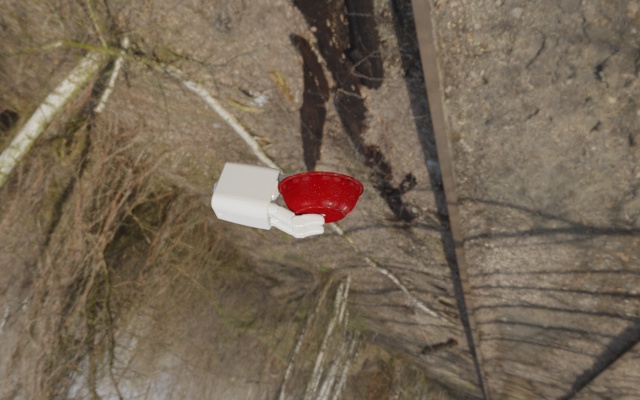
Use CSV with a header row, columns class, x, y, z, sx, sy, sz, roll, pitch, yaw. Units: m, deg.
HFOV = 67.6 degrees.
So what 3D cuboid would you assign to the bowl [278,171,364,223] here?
class,x,y,z,sx,sy,sz,roll,pitch,yaw
bowl,0.001,0.003,0.884,0.162,0.055,0.162,1,-21,0
